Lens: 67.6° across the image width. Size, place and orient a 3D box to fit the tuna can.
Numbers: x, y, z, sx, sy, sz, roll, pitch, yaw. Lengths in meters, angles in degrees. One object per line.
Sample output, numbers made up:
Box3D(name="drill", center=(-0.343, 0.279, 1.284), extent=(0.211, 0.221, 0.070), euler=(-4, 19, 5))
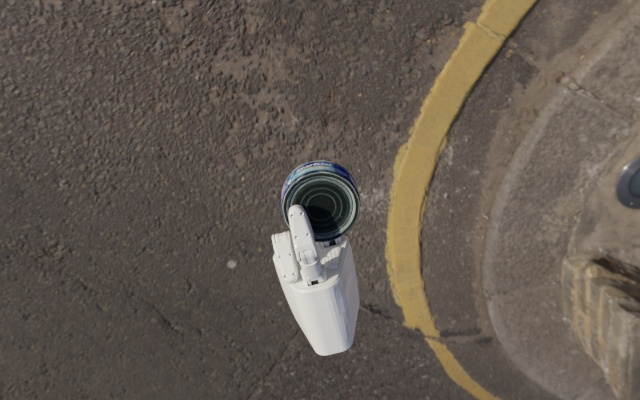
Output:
Box3D(name="tuna can", center=(0.000, 0.002, 0.519), extent=(0.086, 0.086, 0.033), euler=(0, 24, -3))
